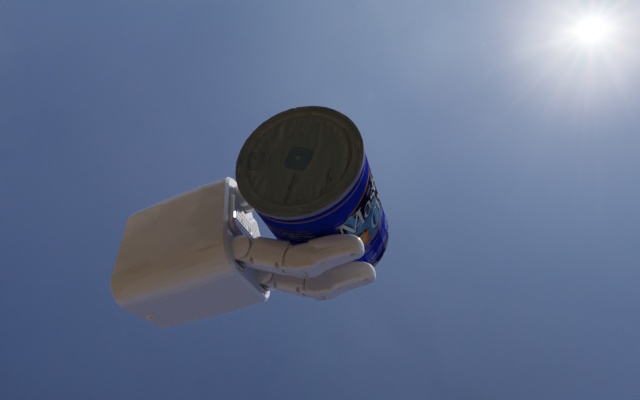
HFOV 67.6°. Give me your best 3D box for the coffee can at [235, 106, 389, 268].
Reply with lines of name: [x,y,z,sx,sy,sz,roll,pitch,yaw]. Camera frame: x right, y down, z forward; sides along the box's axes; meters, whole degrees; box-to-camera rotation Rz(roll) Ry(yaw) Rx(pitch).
coffee can: [0.000,0.001,0.421,0.103,0.102,0.140,0,-30,17]
